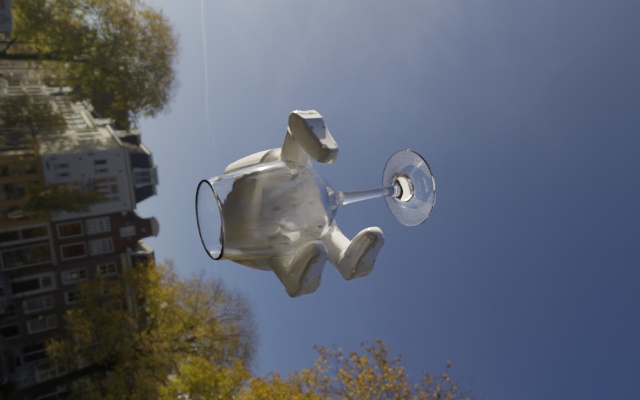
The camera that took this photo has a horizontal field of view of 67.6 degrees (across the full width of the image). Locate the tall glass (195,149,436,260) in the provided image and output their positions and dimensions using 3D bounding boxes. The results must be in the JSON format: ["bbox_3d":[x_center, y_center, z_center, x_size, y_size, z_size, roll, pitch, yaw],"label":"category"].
[{"bbox_3d":[0.001,0.001,0.409,0.201,0.079,0.079,-9,5,-31],"label":"tall glass"}]
